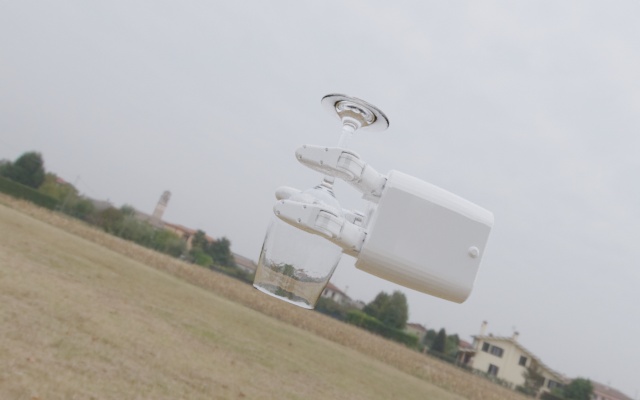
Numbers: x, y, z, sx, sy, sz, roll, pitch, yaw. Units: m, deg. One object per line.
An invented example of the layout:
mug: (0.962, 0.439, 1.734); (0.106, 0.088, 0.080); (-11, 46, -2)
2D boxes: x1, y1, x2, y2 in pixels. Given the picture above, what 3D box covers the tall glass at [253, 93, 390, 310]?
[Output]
tall glass: (0.000, 0.001, 0.468); (0.079, 0.201, 0.079); (21, -11, 4)
